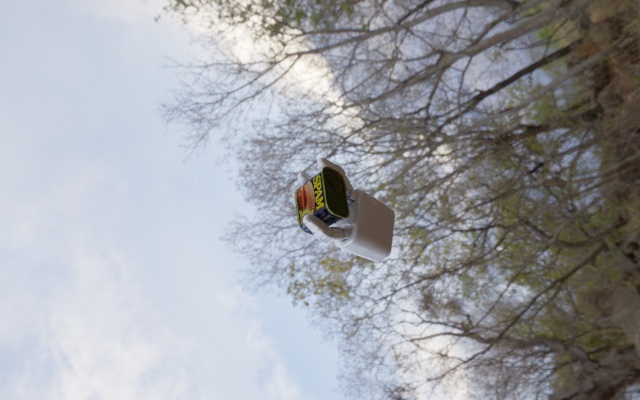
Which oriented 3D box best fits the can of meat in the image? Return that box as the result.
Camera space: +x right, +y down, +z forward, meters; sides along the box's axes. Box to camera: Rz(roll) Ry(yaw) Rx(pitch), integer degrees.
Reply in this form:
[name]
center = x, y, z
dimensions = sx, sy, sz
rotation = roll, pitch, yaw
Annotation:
[can of meat]
center = 0.000, 0.003, 0.877
dimensions = 0.057, 0.102, 0.084
rotation = 21, -42, -38
